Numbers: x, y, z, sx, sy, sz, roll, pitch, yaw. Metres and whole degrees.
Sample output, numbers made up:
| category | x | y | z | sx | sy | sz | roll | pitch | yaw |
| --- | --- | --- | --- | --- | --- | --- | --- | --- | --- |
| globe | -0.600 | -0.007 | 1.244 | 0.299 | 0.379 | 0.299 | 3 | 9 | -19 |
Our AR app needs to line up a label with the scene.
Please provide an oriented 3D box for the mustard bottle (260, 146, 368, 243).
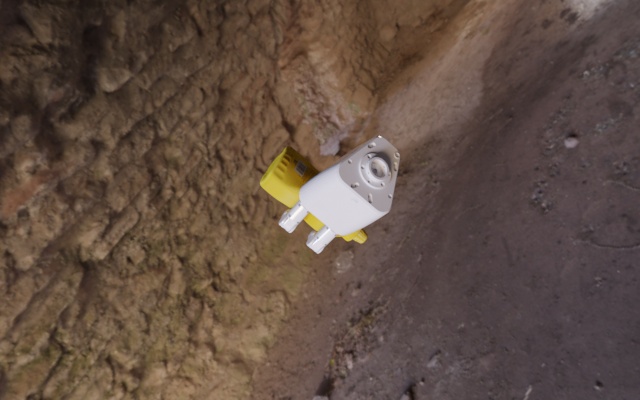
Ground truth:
| category | x | y | z | sx | sy | sz | roll | pitch | yaw |
| --- | --- | --- | --- | --- | --- | --- | --- | --- | --- |
| mustard bottle | 0.000 | 0.002 | 0.754 | 0.058 | 0.191 | 0.096 | -43 | 14 | 32 |
